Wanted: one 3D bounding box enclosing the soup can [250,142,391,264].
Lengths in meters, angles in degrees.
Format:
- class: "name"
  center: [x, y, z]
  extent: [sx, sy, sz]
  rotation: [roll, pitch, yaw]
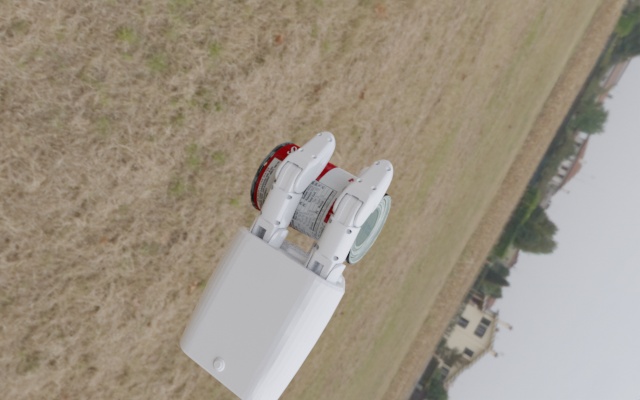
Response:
- class: "soup can"
  center: [0.001, 0.001, 0.410]
  extent: [0.102, 0.068, 0.068]
  rotation: [30, 11, 21]
